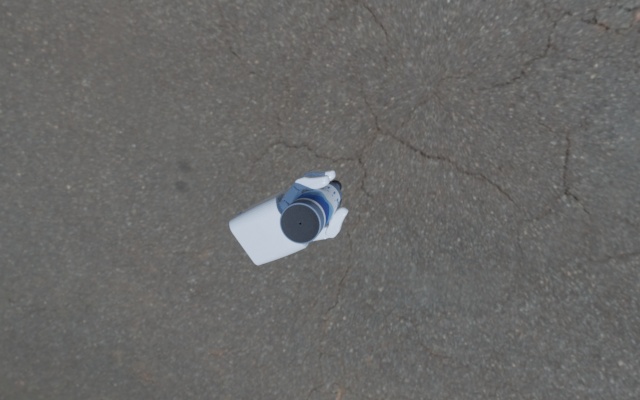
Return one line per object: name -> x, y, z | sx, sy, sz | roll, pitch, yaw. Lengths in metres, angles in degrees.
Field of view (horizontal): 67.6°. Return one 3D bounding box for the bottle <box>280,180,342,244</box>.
bottle -> 0.000, 0.003, 0.876 | 0.069, 0.069, 0.295 | 0, 13, 13
